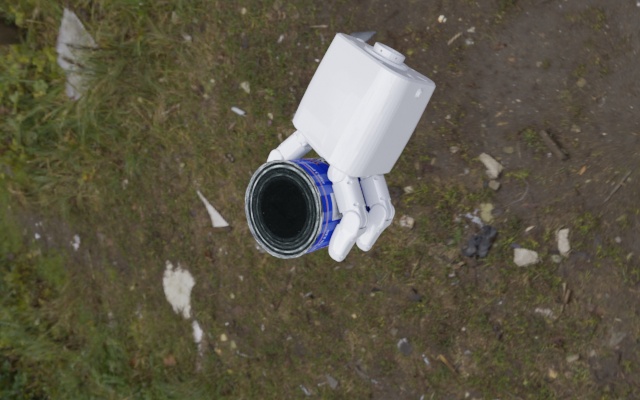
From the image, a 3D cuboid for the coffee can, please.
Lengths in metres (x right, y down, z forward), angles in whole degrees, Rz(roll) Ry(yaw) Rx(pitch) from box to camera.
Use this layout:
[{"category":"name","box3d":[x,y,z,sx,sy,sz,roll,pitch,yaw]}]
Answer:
[{"category":"coffee can","box3d":[0.000,0.002,0.542,0.103,0.103,0.140,0,6,35]}]
